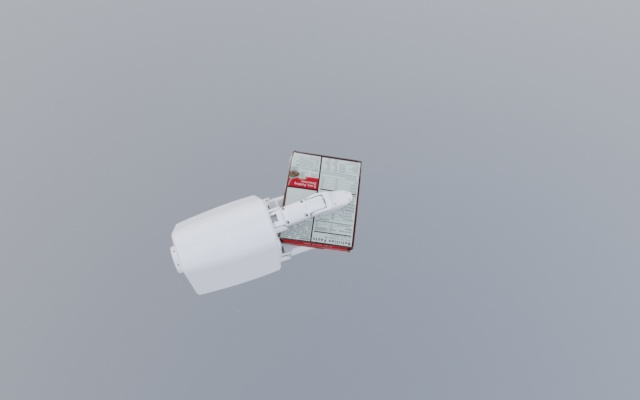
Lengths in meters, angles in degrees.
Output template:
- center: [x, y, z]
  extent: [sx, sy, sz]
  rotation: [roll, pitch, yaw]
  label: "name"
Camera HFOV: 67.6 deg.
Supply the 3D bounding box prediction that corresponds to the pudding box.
- center: [0.000, 0.002, 0.578]
  extent: [0.090, 0.113, 0.039]
  rotation: [9, -13, -5]
  label: "pudding box"
